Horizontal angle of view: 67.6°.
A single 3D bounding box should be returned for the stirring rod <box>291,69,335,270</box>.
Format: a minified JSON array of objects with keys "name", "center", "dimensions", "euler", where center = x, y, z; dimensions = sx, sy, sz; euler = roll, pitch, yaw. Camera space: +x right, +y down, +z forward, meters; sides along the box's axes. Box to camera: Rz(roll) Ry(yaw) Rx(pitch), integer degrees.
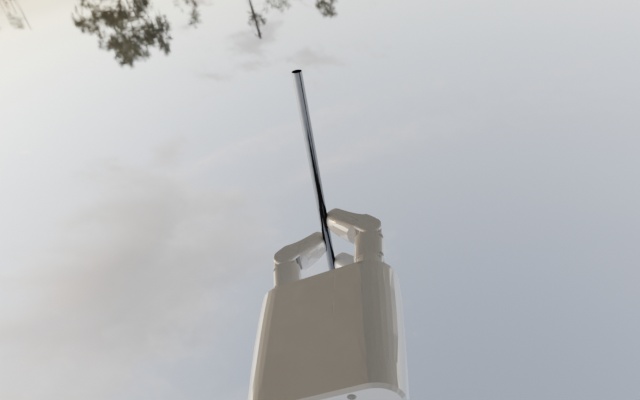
[{"name":"stirring rod","center":[0.000,0.001,0.424],"dimensions":[0.011,0.240,0.011],"euler":[-7,35,5]}]
